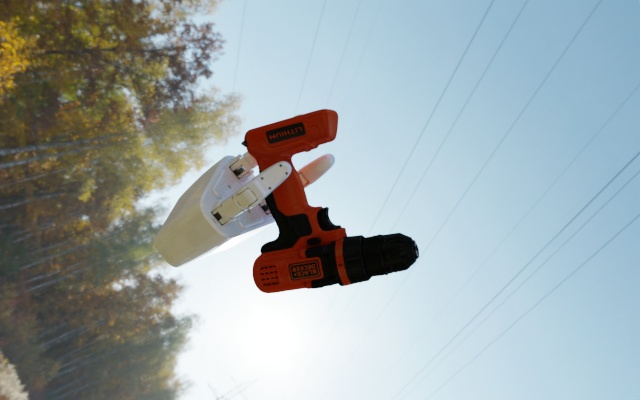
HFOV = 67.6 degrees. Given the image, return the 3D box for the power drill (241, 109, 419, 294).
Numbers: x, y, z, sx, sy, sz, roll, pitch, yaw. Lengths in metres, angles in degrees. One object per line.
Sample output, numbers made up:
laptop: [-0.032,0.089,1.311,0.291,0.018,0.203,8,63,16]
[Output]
power drill: [0.000,0.001,0.516,0.184,0.187,0.057,-12,-2,14]
